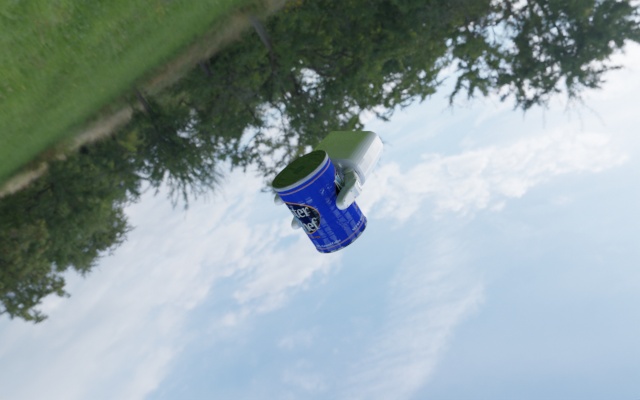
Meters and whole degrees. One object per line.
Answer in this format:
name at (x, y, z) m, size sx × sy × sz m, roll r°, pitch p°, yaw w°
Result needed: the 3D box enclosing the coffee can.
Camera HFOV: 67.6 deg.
coffee can at (0.000, 0.003, 0.792) m, size 0.103 × 0.140 × 0.102 m, roll -28°, pitch 23°, yaw 13°
